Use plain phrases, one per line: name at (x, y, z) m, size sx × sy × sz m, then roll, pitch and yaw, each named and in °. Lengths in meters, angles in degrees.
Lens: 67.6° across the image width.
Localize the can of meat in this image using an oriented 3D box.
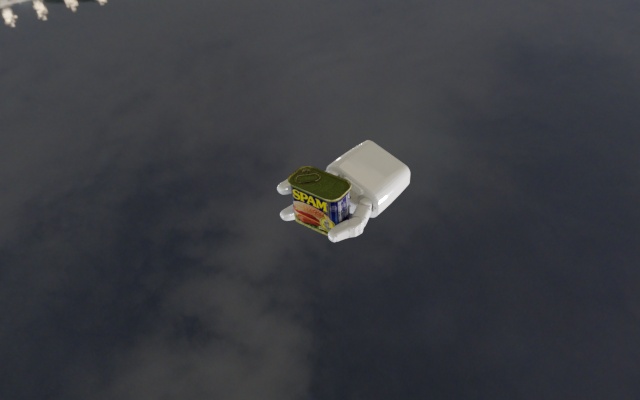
can of meat at (0.000, 0.003, 0.774) m, size 0.102 × 0.084 × 0.057 m, roll 23°, pitch 47°, yaw 29°
